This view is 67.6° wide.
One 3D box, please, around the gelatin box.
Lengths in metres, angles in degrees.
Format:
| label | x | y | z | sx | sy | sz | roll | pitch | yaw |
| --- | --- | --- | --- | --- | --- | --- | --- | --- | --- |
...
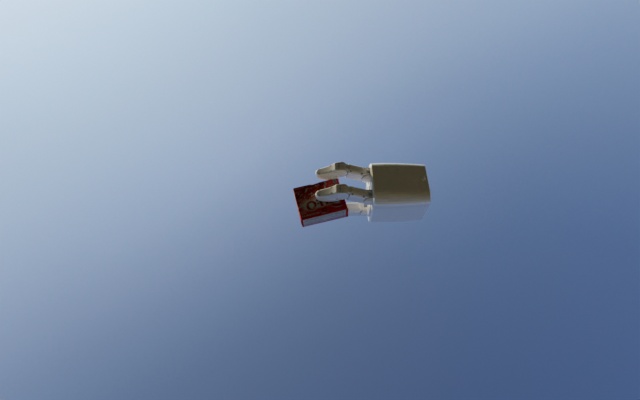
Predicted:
| label | x | y | z | sx | sy | sz | roll | pitch | yaw |
| --- | --- | --- | --- | --- | --- | --- | --- | --- | --- |
| gelatin box | 0.000 | 0.003 | 0.881 | 0.089 | 0.073 | 0.030 | -13 | -33 | -4 |
